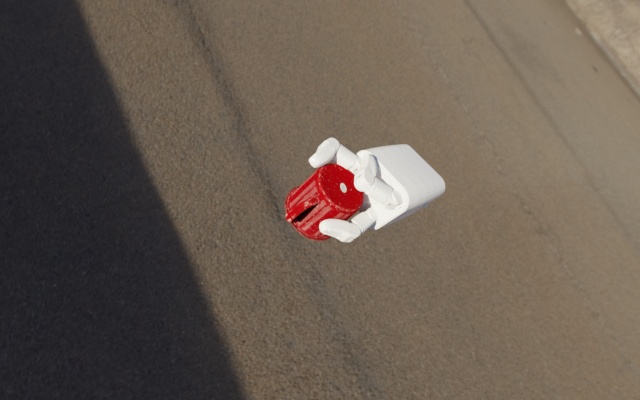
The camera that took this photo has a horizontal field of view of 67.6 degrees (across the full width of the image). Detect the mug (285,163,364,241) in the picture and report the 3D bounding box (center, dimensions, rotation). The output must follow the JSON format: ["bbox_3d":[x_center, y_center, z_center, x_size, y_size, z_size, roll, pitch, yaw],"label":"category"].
[{"bbox_3d":[-0.001,0.002,0.681,0.117,0.093,0.081,-18,-17,-43],"label":"mug"}]
